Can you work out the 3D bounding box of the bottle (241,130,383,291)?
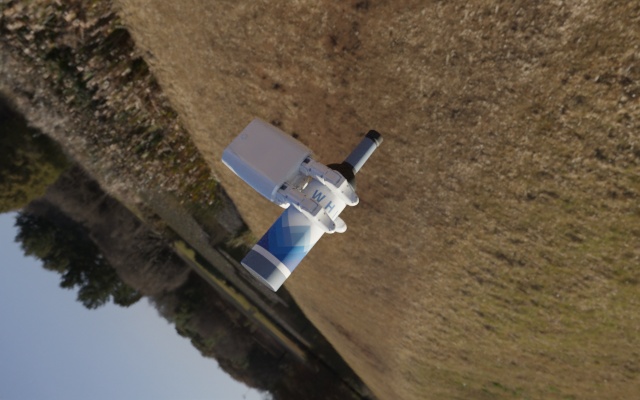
[{"bbox_3d":[0.000,0.003,0.732,0.069,0.295,0.069,36,-17,13],"label":"bottle"}]
